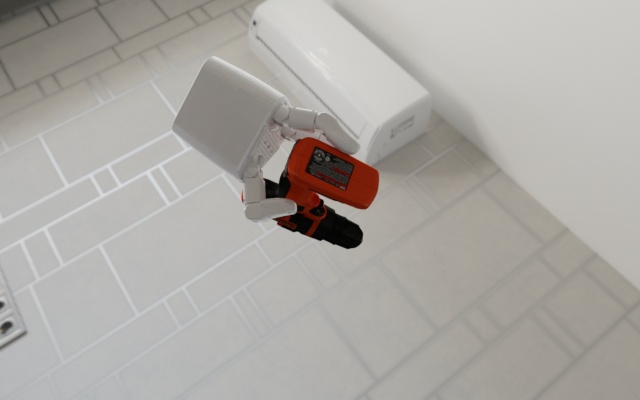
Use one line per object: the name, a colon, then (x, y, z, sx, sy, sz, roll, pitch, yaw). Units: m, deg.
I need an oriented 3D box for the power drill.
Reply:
power drill: (0.000, 0.002, 0.607, 0.184, 0.057, 0.188, 23, -25, -13)
